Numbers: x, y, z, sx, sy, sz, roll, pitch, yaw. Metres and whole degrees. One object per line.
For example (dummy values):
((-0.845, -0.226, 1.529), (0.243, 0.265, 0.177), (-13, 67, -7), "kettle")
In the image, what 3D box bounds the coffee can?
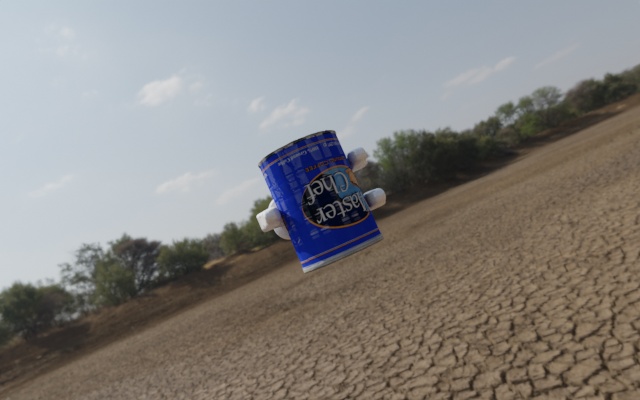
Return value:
((0.000, 0.002, 0.568), (0.103, 0.140, 0.103), (-24, -5, -2), "coffee can")
